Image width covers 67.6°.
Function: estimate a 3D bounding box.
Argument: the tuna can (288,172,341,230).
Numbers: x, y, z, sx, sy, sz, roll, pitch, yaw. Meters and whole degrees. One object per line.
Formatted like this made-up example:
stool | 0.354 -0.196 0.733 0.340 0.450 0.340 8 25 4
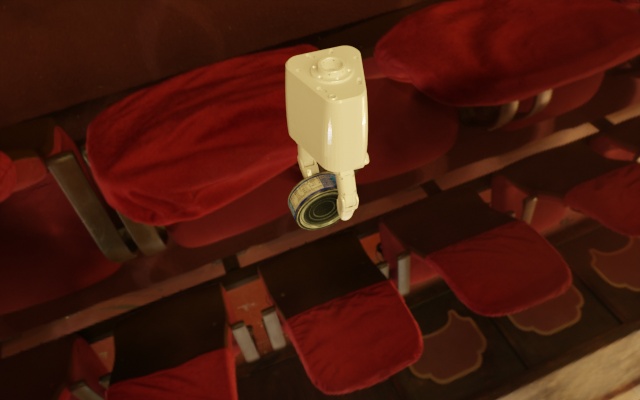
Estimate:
tuna can | 0.000 0.003 0.661 0.086 0.033 0.086 -18 -36 -13
